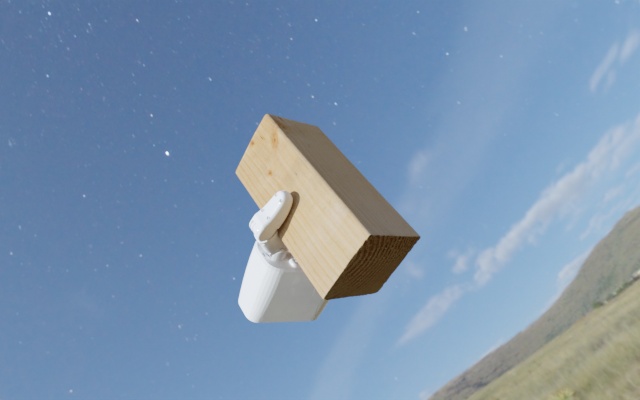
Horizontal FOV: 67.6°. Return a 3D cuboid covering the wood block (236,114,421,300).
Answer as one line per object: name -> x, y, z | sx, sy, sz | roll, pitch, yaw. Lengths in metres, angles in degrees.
wood block -> 0.000, 0.002, 0.539 | 0.091, 0.090, 0.206 | 4, 37, -46
